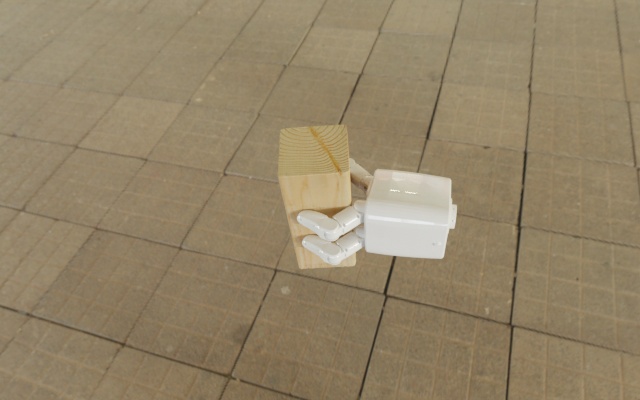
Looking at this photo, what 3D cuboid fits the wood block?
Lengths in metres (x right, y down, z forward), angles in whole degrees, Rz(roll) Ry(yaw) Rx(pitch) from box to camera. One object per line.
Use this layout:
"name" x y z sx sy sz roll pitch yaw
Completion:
"wood block" 0.000 0.002 0.679 0.090 0.090 0.206 -4 -41 4
